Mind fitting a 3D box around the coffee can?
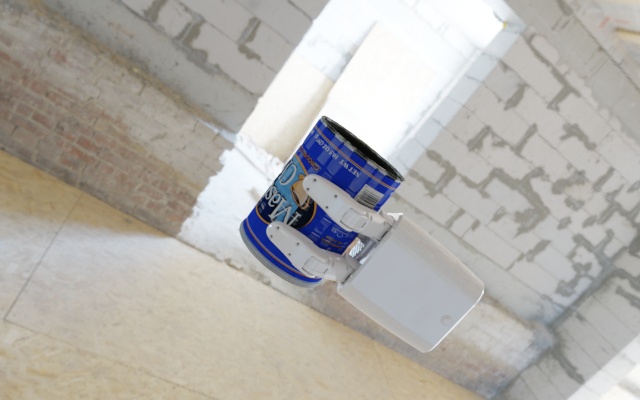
[{"bbox_3d":[0.000,0.002,0.479,0.103,0.140,0.102,36,14,-10],"label":"coffee can"}]
